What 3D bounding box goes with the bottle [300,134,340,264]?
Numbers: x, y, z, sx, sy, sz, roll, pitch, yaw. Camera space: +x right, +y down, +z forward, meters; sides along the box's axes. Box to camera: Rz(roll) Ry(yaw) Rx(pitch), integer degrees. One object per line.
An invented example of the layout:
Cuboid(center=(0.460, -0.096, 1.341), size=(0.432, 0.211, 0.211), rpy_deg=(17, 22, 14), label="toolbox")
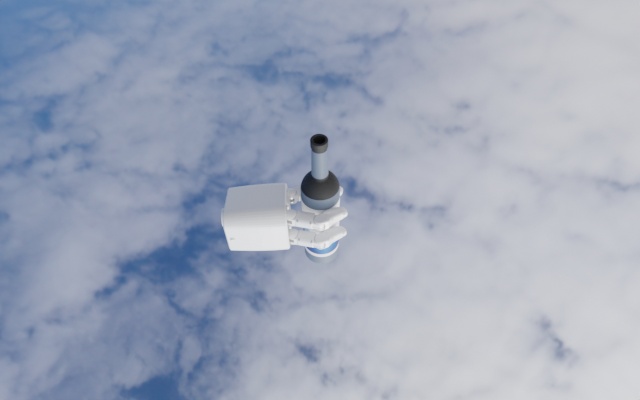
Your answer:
Cuboid(center=(0.000, 0.003, 0.828), size=(0.069, 0.069, 0.296), rpy_deg=(0, -40, 1), label="bottle")
